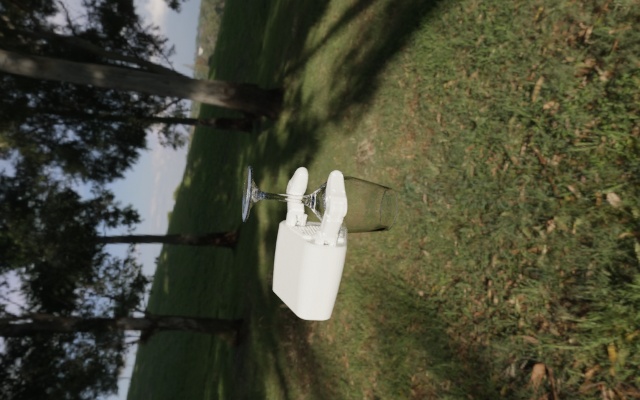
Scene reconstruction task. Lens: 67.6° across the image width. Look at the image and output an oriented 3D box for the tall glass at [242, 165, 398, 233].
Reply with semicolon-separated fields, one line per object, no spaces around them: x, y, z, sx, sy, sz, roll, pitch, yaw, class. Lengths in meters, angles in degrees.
-0.001;0.002;0.643;0.201;0.079;0.079;6;-2;-15;tall glass
